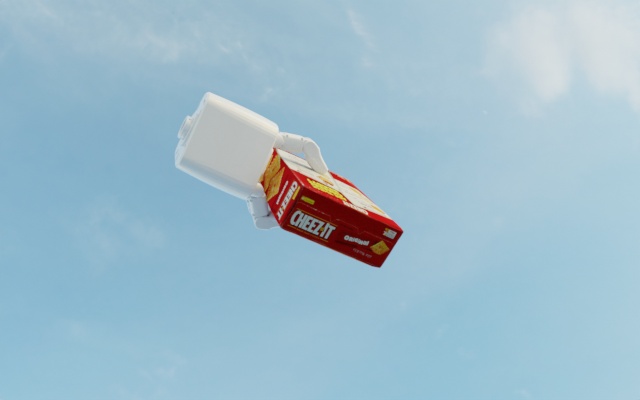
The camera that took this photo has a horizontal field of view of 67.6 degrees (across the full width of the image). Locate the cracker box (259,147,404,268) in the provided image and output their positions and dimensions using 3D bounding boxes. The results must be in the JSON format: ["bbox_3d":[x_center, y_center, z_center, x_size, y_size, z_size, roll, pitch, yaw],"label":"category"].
[{"bbox_3d":[0.000,0.002,0.706,0.164,0.072,0.213,24,12,-24],"label":"cracker box"}]
